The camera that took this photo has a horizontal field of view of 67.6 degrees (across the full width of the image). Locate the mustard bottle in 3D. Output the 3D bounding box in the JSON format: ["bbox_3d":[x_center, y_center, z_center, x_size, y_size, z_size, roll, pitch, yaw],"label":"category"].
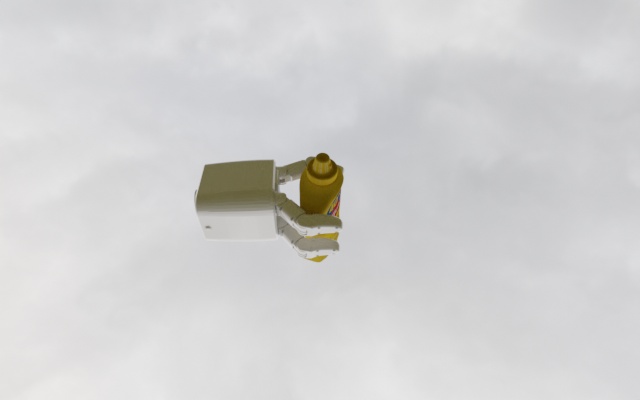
[{"bbox_3d":[0.000,0.002,0.680,0.058,0.096,0.192,17,-35,11],"label":"mustard bottle"}]
